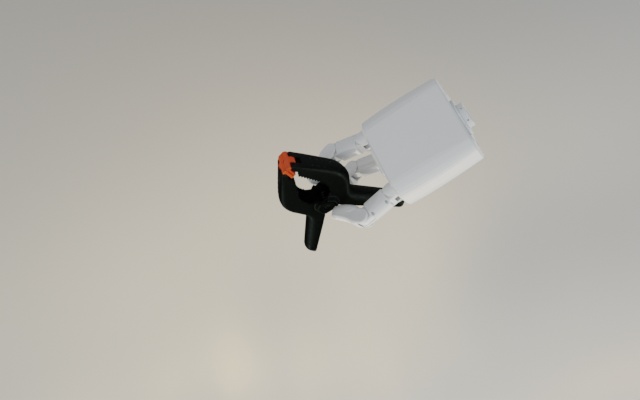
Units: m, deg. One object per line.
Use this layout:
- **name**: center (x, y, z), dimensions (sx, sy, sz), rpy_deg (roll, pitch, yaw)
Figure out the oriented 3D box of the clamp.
- **clamp**: center (0.000, 0.002, 0.635), dimensions (0.164, 0.036, 0.210), rpy_deg (-34, -37, 21)
